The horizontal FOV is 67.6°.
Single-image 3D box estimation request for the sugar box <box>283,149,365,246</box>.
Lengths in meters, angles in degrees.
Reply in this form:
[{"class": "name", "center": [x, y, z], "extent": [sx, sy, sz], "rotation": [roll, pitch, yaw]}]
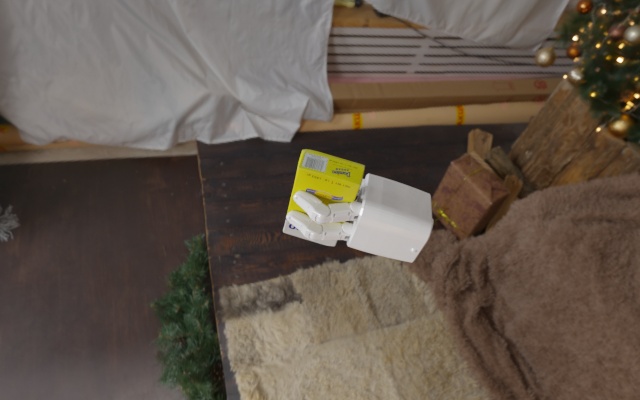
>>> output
[{"class": "sugar box", "center": [0.000, 0.003, 0.731], "extent": [0.093, 0.048, 0.176], "rotation": [16, -39, 0]}]
